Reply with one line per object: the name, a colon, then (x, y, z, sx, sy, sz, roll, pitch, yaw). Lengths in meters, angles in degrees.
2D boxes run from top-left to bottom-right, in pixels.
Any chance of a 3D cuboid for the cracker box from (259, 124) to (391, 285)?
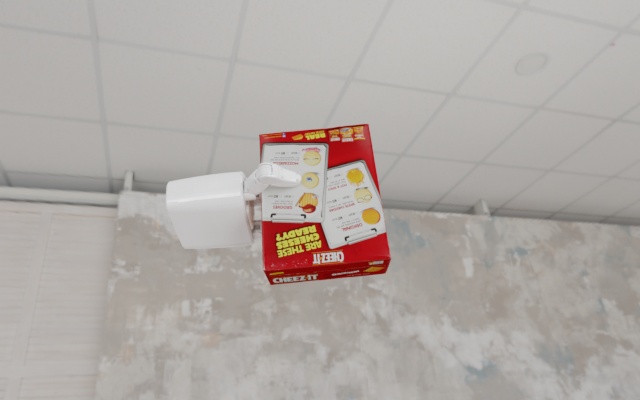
cracker box: (0.000, 0.002, 0.673, 0.164, 0.213, 0.072, -6, -28, 0)
